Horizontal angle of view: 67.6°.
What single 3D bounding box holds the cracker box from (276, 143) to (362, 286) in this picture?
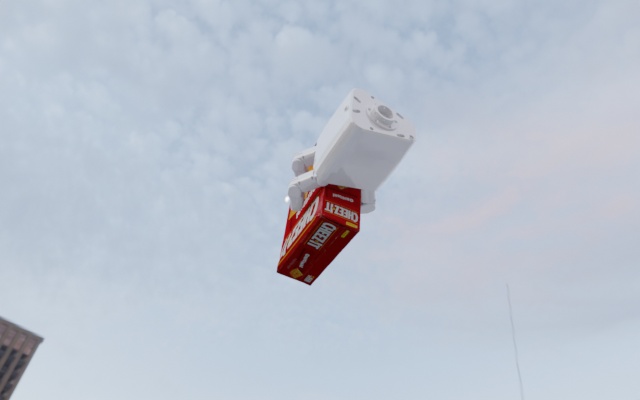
[{"bbox_3d":[0.000,0.002,0.776,0.072,0.213,0.164,22,-46,-14],"label":"cracker box"}]
